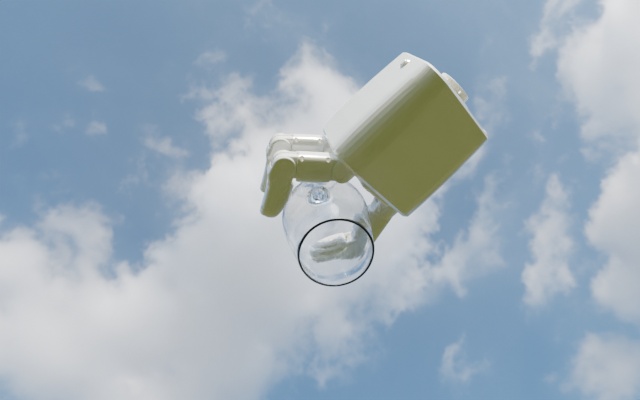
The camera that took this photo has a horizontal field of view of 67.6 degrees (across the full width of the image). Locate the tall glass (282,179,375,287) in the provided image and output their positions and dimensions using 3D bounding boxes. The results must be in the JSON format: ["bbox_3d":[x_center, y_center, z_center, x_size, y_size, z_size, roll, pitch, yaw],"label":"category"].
[{"bbox_3d":[0.000,0.001,0.463,0.079,0.079,0.201,0,24,-8],"label":"tall glass"}]
